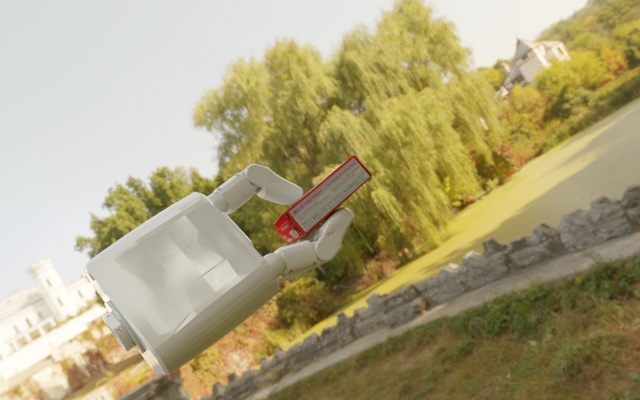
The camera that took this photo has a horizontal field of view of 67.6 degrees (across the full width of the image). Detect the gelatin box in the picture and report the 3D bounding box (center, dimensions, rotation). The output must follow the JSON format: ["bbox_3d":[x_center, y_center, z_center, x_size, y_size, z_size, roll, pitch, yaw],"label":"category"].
[{"bbox_3d":[0.000,0.001,0.458,0.089,0.030,0.073,-41,1,-17],"label":"gelatin box"}]
